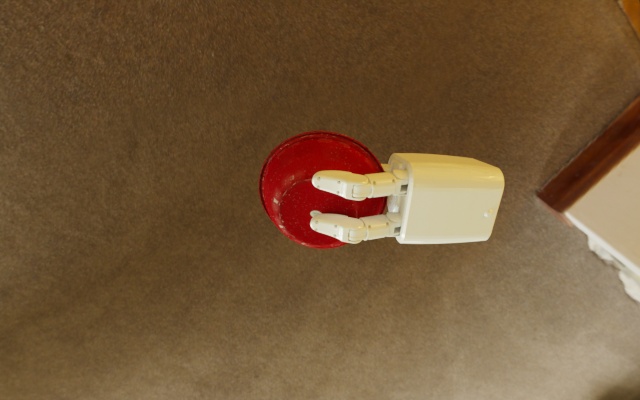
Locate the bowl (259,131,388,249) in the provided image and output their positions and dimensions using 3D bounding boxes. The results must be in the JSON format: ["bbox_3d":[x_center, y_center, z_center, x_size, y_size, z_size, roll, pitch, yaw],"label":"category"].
[{"bbox_3d":[-0.001,0.002,0.570,0.162,0.162,0.055,0,30,7],"label":"bowl"}]
